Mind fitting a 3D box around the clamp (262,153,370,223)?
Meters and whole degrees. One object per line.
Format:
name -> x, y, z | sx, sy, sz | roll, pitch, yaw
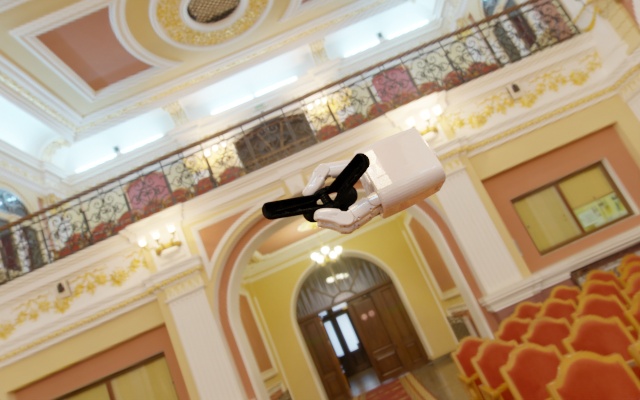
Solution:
clamp -> 0.000, 0.002, 0.738 | 0.164, 0.036, 0.210 | -25, -16, -2
